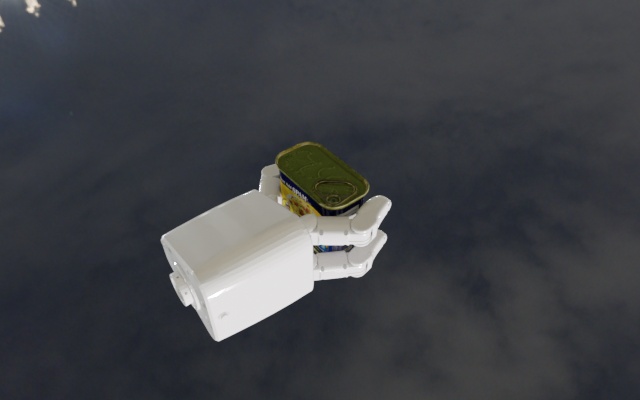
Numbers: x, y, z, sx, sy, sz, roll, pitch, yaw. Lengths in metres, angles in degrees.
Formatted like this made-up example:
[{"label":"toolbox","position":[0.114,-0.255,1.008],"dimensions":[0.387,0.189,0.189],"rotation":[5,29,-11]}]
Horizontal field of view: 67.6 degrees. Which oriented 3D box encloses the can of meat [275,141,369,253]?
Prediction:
[{"label":"can of meat","position":[0.000,0.002,0.499],"dimensions":[0.057,0.084,0.102],"rotation":[-29,51,-27]}]
